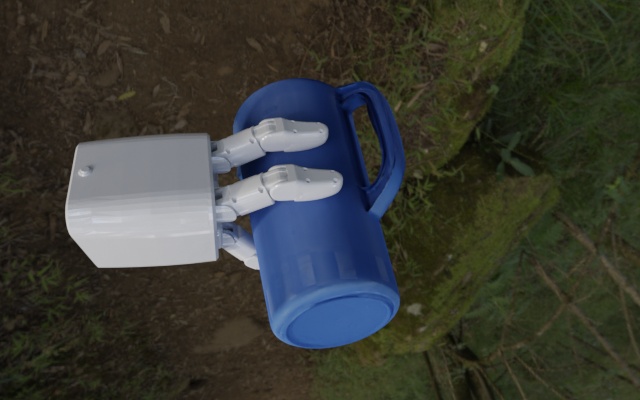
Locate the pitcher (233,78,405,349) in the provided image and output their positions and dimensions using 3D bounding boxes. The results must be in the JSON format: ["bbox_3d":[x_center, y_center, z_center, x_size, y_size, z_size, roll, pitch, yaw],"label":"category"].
[{"bbox_3d":[0.000,0.002,0.451,0.145,0.242,0.149,-3,-40,-14],"label":"pitcher"}]
